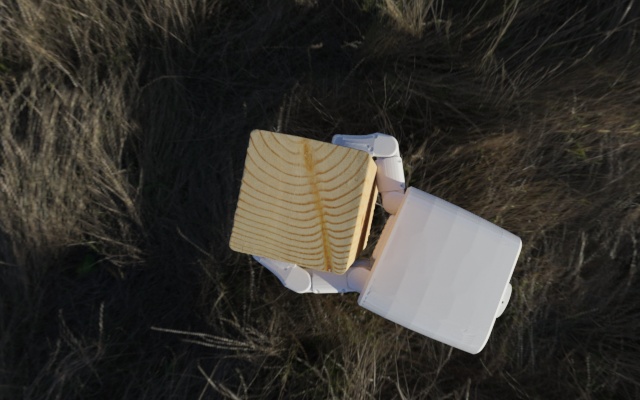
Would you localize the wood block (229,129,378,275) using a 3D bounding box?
[{"bbox_3d":[0.001,0.001,0.438,0.090,0.091,0.206,12,1,9],"label":"wood block"}]
